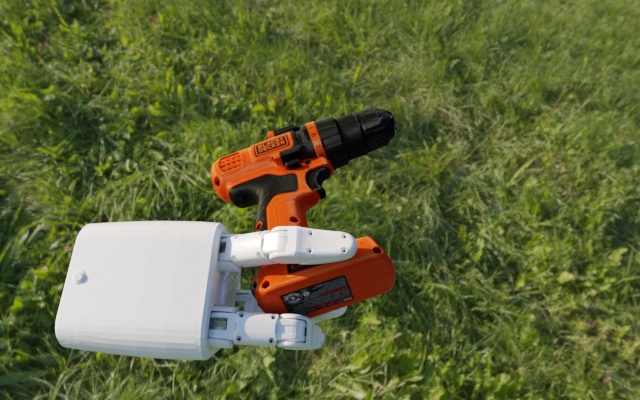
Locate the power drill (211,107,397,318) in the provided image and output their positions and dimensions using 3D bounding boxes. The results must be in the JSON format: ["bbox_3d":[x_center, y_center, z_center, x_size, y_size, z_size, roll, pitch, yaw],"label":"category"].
[{"bbox_3d":[0.000,0.002,0.415,0.184,0.187,0.057,-21,-45,3],"label":"power drill"}]
